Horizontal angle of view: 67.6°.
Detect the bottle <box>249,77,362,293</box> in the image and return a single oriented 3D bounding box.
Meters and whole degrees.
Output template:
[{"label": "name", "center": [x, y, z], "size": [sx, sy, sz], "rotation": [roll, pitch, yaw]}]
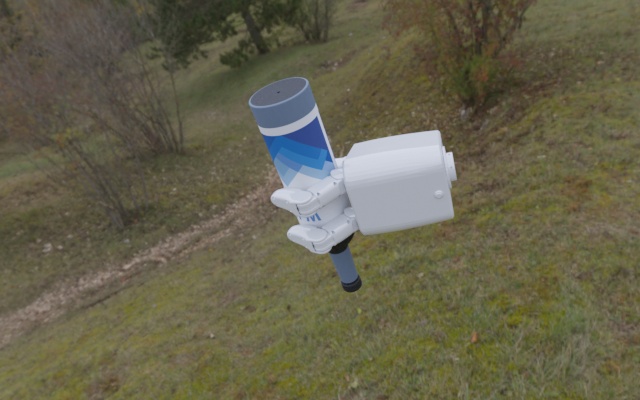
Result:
[{"label": "bottle", "center": [0.000, 0.002, 0.577], "size": [0.069, 0.296, 0.069], "rotation": [-14, 34, 10]}]
